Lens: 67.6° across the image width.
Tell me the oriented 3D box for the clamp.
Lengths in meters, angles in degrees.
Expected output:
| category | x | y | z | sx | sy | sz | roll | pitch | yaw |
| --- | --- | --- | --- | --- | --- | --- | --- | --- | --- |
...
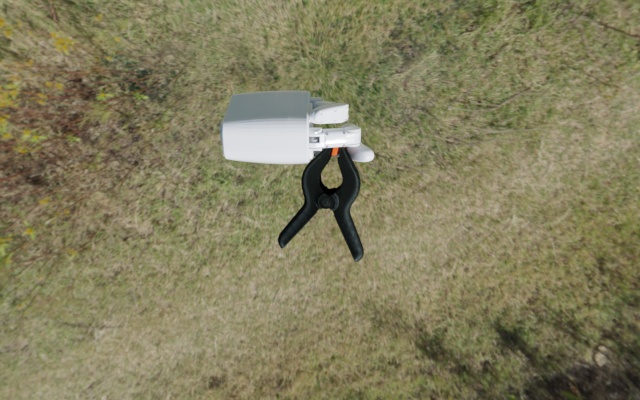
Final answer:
| category | x | y | z | sx | sy | sz | roll | pitch | yaw |
| --- | --- | --- | --- | --- | --- | --- | --- | --- | --- |
| clamp | 0.000 | 0.002 | 0.646 | 0.120 | 0.171 | 0.039 | 0 | 16 | 0 |
